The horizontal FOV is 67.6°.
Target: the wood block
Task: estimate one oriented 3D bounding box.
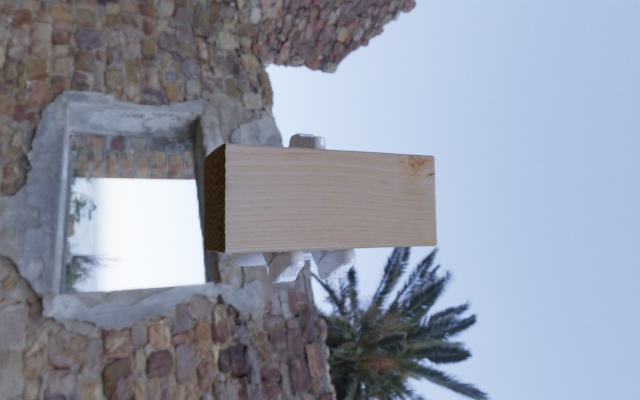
[{"bbox_3d":[0.000,0.001,0.459,0.206,0.091,0.090,0,-4,-24],"label":"wood block"}]
